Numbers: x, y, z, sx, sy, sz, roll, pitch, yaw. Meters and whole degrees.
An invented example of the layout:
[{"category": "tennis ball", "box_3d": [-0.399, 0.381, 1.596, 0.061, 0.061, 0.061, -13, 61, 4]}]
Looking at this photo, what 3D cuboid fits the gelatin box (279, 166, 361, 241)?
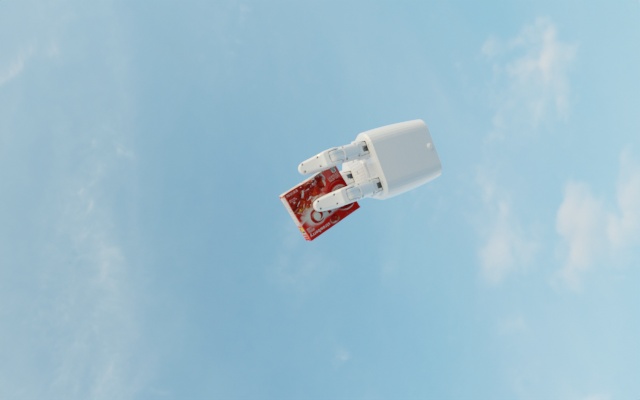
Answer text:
[{"category": "gelatin box", "box_3d": [0.000, 0.002, 0.659, 0.089, 0.073, 0.030, -33, 7, -18]}]
